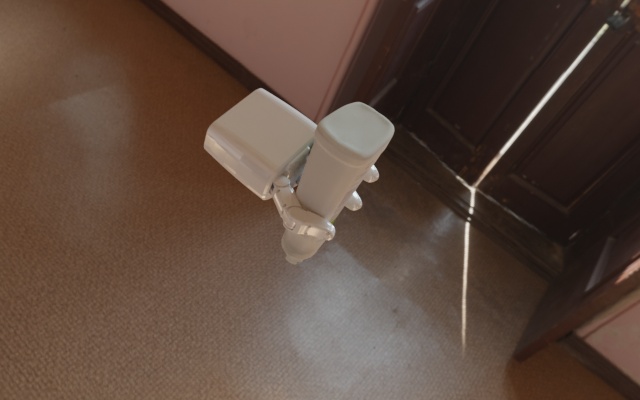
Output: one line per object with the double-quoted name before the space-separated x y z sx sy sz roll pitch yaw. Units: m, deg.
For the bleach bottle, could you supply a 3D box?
"bleach bottle" 0.000 0.002 0.594 0.068 0.251 0.102 38 44 11
